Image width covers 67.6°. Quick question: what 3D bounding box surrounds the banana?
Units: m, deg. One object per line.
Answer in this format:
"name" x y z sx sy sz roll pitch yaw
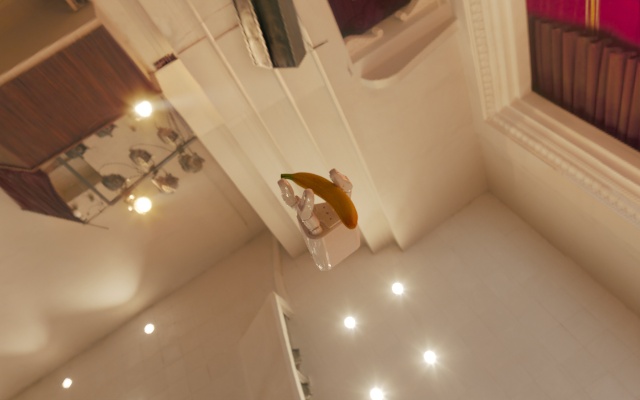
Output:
"banana" 0.012 -0.006 0.886 0.069 0.037 0.197 -29 46 -33
